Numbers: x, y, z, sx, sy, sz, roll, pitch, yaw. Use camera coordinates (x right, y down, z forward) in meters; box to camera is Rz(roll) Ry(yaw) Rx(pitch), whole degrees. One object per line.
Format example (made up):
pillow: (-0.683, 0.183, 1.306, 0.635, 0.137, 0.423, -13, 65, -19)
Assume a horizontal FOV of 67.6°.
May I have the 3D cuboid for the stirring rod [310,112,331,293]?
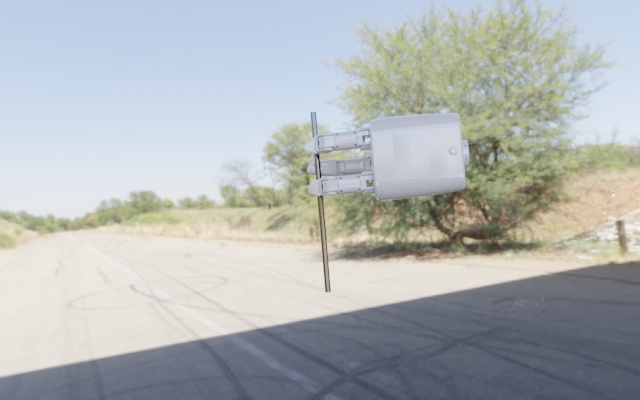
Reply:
stirring rod: (0.000, 0.002, 0.637, 0.011, 0.239, 0.011, -5, 0, 0)
